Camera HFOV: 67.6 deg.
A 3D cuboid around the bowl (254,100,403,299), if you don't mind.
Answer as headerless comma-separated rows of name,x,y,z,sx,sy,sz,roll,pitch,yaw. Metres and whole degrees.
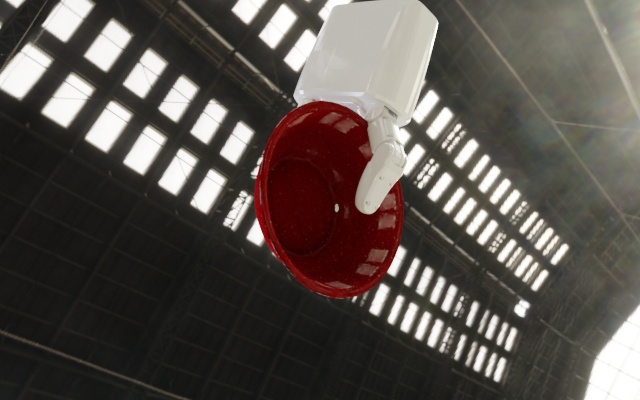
bowl,-0.001,0.002,0.406,0.162,0.162,0.055,0,-8,-43
